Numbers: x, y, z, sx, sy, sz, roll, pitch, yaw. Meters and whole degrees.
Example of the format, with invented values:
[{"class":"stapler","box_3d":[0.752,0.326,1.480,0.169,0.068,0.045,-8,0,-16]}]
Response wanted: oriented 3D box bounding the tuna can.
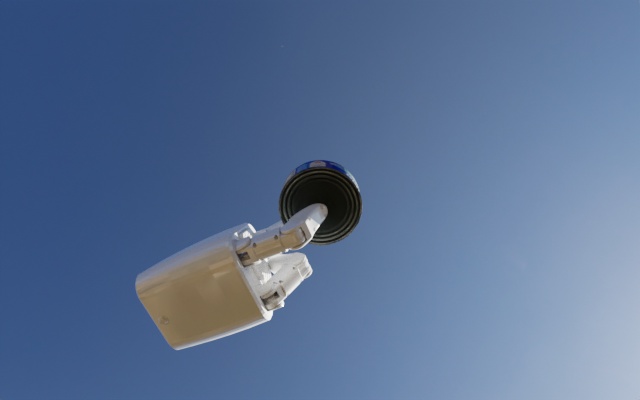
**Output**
[{"class":"tuna can","box_3d":[0.000,0.001,0.502,0.086,0.086,0.033,0,20,1]}]
